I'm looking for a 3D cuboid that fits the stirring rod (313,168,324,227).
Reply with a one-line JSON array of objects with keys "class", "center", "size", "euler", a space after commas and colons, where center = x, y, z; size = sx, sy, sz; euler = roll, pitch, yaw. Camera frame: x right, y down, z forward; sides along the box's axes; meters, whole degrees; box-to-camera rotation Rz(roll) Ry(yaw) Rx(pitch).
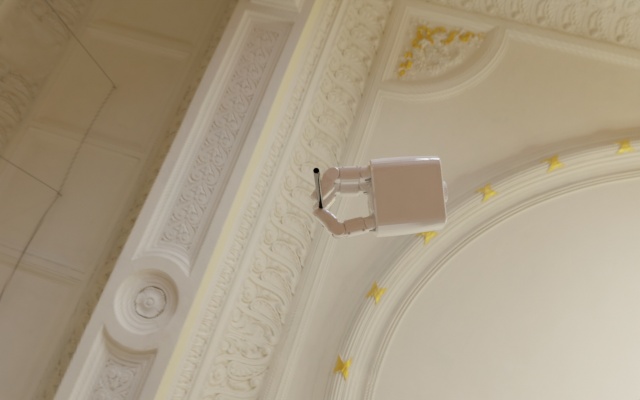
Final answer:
[{"class": "stirring rod", "center": [0.000, 0.002, 0.708], "size": [0.011, 0.011, 0.240], "euler": [0, -19, 3]}]
